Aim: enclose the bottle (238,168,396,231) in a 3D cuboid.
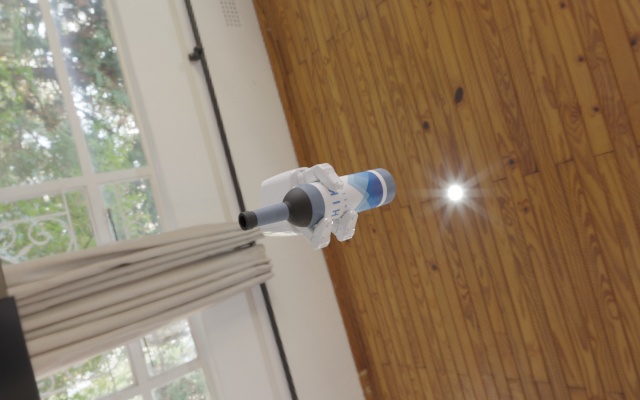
[{"bbox_3d":[0.000,0.002,0.779,0.295,0.069,0.069,-14,9,-38],"label":"bottle"}]
